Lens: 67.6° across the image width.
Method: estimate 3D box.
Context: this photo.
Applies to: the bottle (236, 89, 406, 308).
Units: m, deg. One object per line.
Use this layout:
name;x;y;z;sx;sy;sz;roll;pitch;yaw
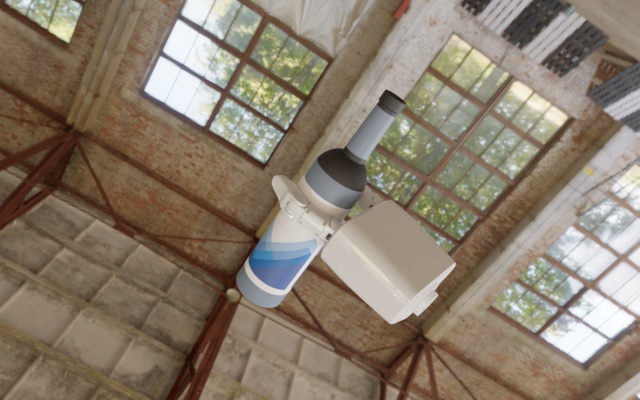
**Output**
bottle;0.000;0.002;0.556;0.069;0.296;0.069;30;23;-14
